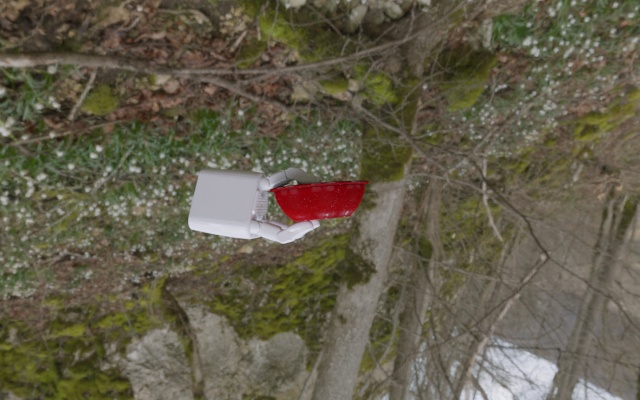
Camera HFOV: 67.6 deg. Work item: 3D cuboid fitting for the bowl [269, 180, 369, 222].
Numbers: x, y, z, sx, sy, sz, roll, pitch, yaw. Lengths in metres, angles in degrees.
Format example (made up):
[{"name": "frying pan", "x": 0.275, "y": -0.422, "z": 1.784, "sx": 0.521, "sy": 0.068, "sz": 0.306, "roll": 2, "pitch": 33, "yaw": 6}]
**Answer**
[{"name": "bowl", "x": 0.001, "y": 0.003, "z": 0.764, "sx": 0.162, "sy": 0.055, "sz": 0.162, "roll": -5, "pitch": -2, "yaw": 0}]
